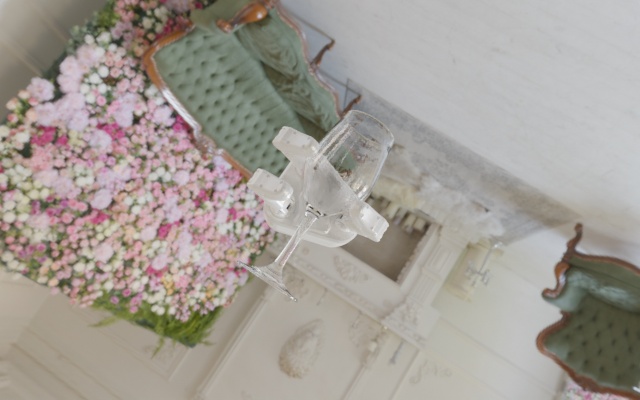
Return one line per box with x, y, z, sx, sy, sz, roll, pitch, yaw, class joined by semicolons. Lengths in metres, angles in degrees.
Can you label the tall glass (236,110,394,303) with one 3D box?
0.000;0.002;0.502;0.079;0.201;0.079;32;-12;8;tall glass
